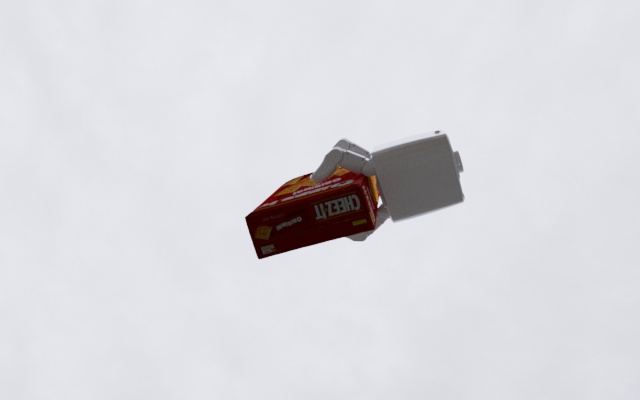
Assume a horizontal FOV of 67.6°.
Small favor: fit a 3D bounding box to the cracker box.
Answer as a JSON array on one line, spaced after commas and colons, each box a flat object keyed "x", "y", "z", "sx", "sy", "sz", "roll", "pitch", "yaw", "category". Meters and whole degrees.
[{"x": 0.000, "y": 0.002, "z": 0.712, "sx": 0.164, "sy": 0.072, "sz": 0.213, "roll": -16, "pitch": 10, "yaw": 13, "category": "cracker box"}]
